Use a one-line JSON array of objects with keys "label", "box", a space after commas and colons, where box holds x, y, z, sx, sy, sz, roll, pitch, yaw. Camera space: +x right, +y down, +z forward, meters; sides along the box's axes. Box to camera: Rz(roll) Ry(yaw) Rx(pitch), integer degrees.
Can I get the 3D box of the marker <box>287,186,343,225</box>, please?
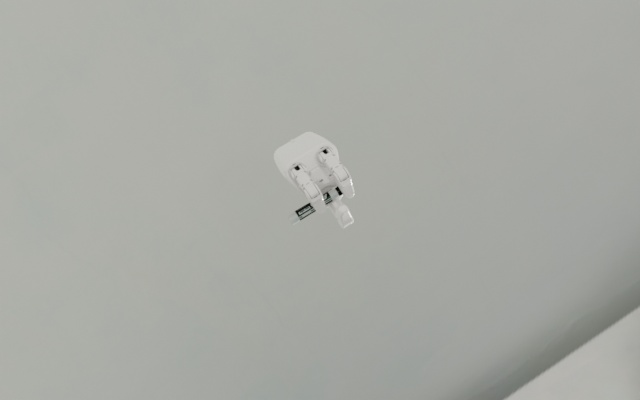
[{"label": "marker", "box": [0.000, 0.003, 0.801, 0.121, 0.020, 0.020, -31, 3, -6]}]
